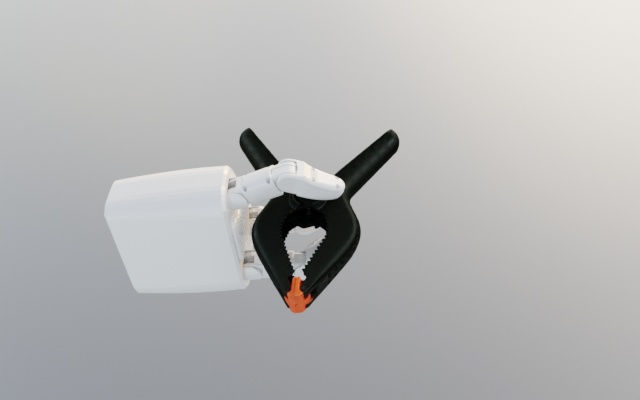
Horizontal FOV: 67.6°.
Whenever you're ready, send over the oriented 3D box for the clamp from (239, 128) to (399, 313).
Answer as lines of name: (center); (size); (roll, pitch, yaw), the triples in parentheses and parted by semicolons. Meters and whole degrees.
clamp: (0.000, 0.001, 0.436); (0.164, 0.209, 0.036); (-4, -42, 2)
